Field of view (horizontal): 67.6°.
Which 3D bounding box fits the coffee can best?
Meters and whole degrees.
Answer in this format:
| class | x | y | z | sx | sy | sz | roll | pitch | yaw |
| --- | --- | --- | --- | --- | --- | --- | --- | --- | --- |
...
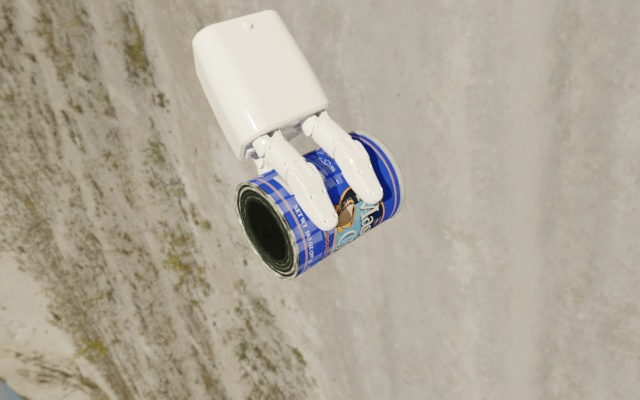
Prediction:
| class | x | y | z | sx | sy | sz | roll | pitch | yaw |
| --- | --- | --- | --- | --- | --- | --- | --- | --- | --- |
| coffee can | 0.000 | 0.002 | 0.481 | 0.140 | 0.103 | 0.103 | -28 | 15 | -30 |
